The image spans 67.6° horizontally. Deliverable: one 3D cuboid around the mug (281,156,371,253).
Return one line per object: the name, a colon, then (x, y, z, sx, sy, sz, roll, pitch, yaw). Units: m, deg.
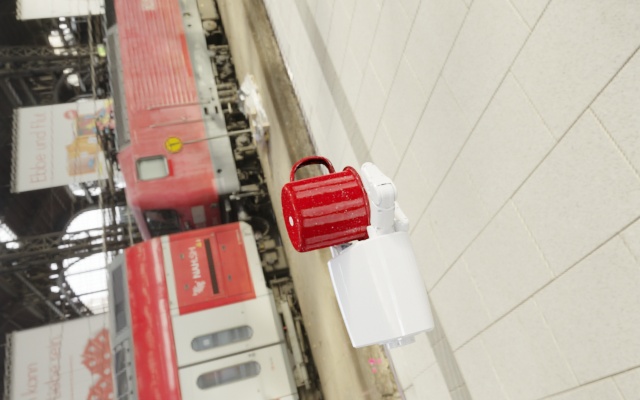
mug: (0.000, 0.000, 0.551, 0.081, 0.117, 0.093, -12, -18, -15)
